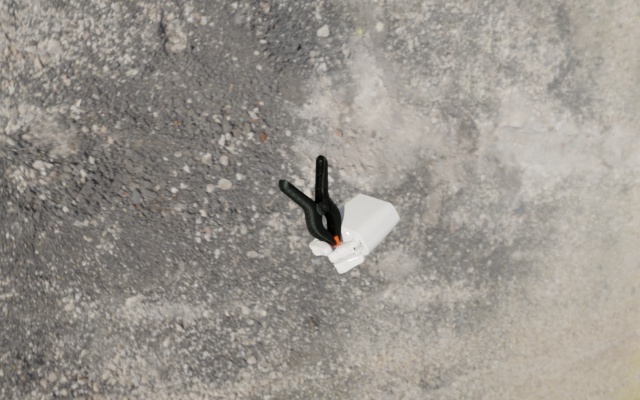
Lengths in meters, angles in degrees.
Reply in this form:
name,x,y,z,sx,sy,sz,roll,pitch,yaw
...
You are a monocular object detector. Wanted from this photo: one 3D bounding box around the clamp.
name,x,y,z,sx,sy,sz,roll,pitch,yaw
clamp,0.001,0.003,0.890,0.120,0.171,0.039,-42,27,-29
